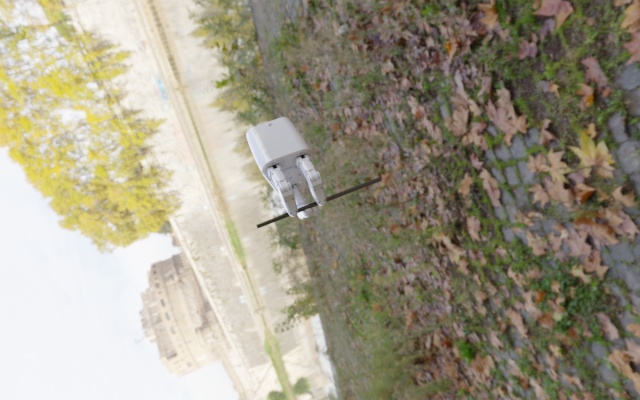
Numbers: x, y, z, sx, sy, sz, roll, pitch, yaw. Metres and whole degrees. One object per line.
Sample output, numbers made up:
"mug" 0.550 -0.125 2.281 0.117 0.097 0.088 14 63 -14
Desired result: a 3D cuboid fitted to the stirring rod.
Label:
"stirring rod" 0.000 0.003 0.849 0.239 0.011 0.011 -21 5 -12
